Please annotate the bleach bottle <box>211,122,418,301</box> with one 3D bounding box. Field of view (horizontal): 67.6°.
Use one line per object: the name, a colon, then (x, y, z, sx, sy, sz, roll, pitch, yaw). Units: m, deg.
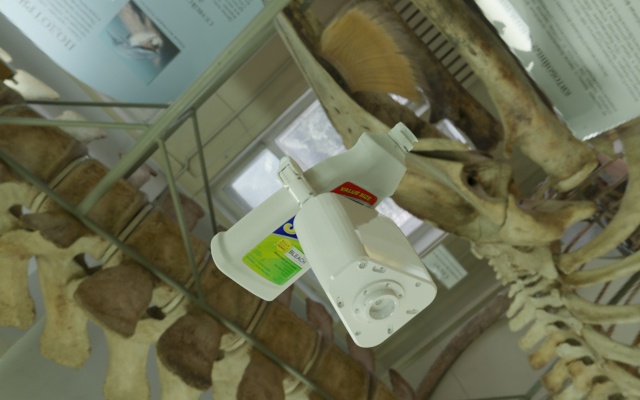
bleach bottle: (0.000, 0.002, 0.539, 0.103, 0.251, 0.068, 42, 11, -32)
